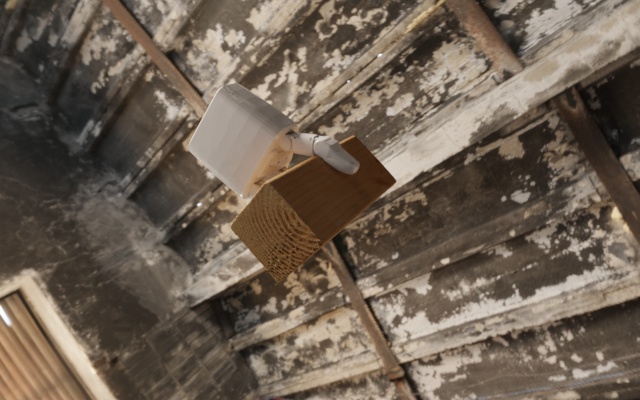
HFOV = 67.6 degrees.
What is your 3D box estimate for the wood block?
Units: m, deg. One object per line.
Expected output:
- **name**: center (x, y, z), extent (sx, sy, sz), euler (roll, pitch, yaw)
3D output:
- **wood block**: center (0.000, 0.001, 0.595), extent (0.091, 0.090, 0.206), euler (-46, -6, 37)
